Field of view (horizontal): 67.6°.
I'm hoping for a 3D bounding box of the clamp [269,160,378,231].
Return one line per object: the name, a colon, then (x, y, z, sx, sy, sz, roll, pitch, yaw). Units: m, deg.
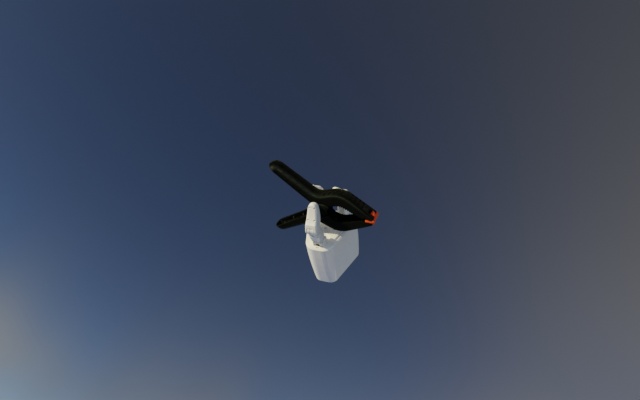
clamp: (0.000, 0.004, 0.875, 0.210, 0.165, 0.036, 8, 44, 20)
